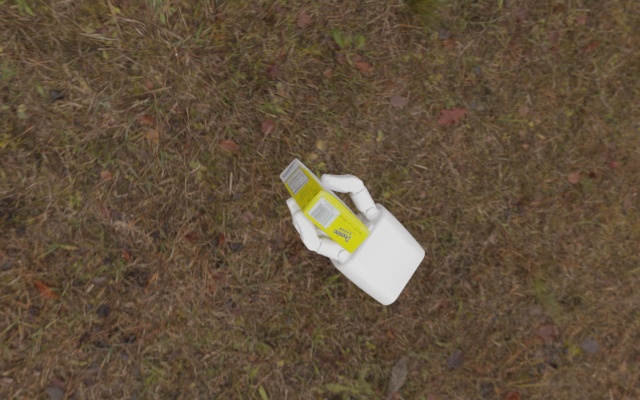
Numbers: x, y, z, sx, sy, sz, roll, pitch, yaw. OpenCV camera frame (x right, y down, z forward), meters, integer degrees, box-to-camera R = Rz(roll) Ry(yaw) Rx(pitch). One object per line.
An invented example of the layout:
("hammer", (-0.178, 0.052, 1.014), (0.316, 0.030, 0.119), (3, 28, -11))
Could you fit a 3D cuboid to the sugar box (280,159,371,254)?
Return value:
("sugar box", (0.000, 0.003, 0.682), (0.093, 0.048, 0.176), (42, 1, -22))
